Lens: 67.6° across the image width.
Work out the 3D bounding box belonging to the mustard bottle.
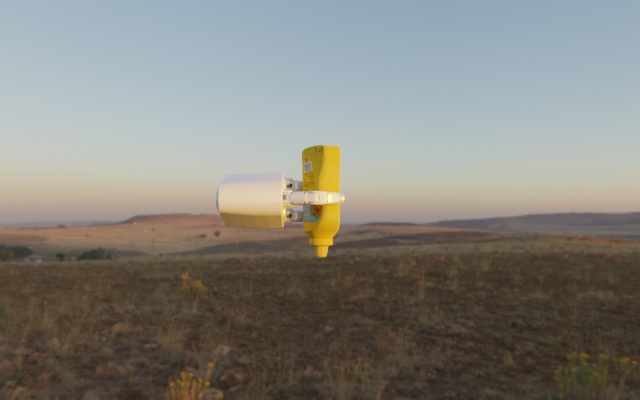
[{"bbox_3d":[0.000,0.002,0.839,0.058,0.191,0.096,1,-3,-27],"label":"mustard bottle"}]
